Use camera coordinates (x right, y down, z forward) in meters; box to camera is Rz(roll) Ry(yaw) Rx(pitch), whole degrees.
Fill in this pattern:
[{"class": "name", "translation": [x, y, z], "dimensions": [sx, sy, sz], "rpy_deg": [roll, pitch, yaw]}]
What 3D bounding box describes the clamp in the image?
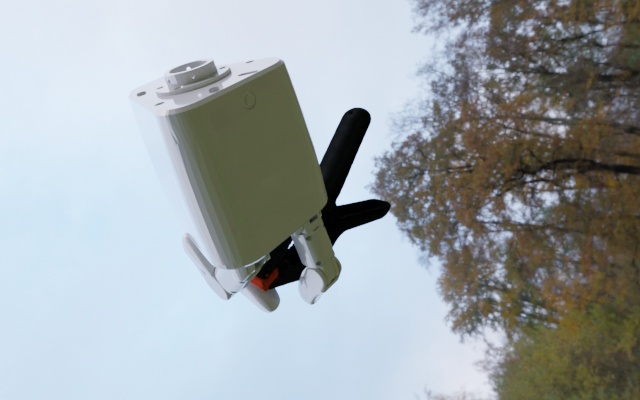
[{"class": "clamp", "translation": [0.000, 0.001, 0.402], "dimensions": [0.039, 0.120, 0.171], "rpy_deg": [12, 39, 41]}]
